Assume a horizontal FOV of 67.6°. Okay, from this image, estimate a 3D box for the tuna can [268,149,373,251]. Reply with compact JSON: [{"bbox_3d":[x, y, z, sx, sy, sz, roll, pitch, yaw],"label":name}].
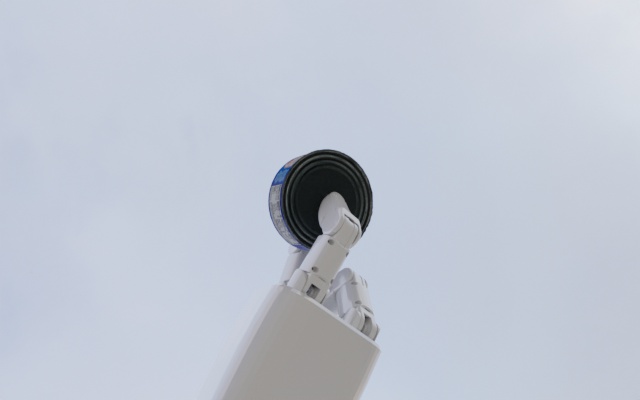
[{"bbox_3d":[0.000,0.001,0.404,0.086,0.086,0.034,0,-3,-28],"label":"tuna can"}]
